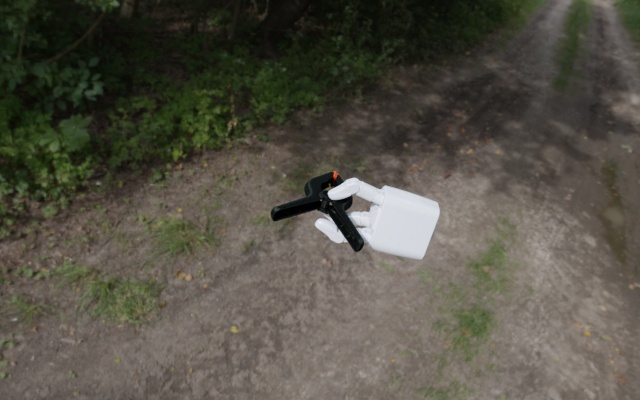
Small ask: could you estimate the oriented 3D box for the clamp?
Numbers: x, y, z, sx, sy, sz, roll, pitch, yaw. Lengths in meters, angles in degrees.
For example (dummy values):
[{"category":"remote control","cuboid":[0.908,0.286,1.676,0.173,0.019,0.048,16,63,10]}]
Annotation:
[{"category":"clamp","cuboid":[0.001,0.002,0.871,0.164,0.036,0.209,18,32,-7]}]
